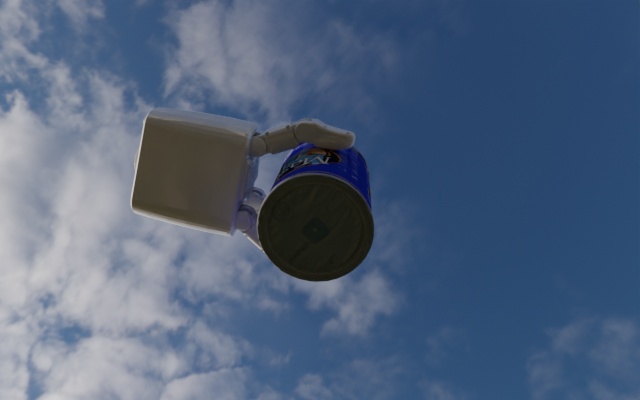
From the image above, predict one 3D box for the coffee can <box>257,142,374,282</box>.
[{"bbox_3d":[0.000,0.002,0.478,0.103,0.103,0.140,0,21,4],"label":"coffee can"}]
